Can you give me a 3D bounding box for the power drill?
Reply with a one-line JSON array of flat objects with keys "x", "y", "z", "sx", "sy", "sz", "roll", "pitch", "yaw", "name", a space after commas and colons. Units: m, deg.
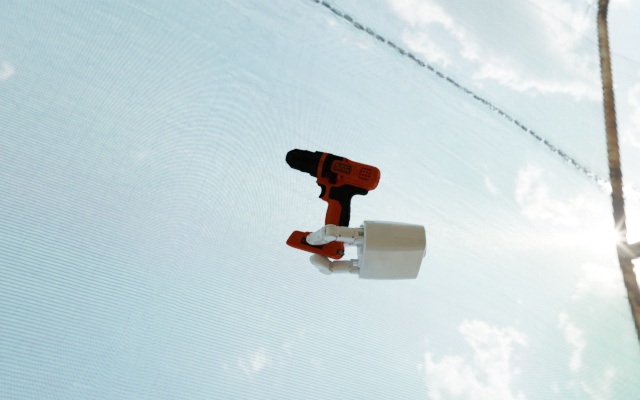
[{"x": 0.000, "y": 0.003, "z": 0.871, "sx": 0.184, "sy": 0.187, "sz": 0.057, "roll": 15, "pitch": -8, "yaw": 17, "name": "power drill"}]
